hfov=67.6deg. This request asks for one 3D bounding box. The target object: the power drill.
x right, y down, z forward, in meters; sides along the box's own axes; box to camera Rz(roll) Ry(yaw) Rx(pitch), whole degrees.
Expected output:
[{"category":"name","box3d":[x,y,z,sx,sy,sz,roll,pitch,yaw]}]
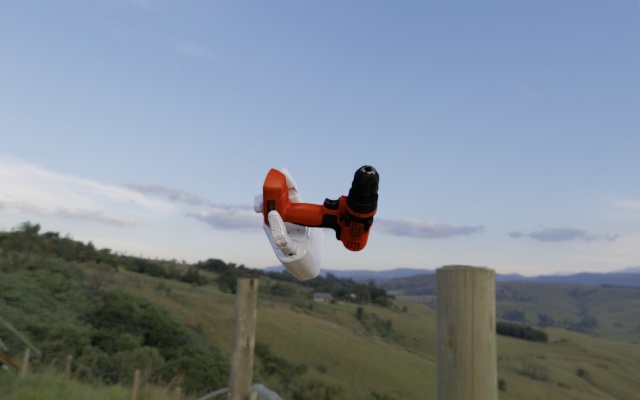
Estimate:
[{"category":"power drill","box3d":[0.000,0.003,0.791,0.187,0.185,0.057,13,45,7]}]
